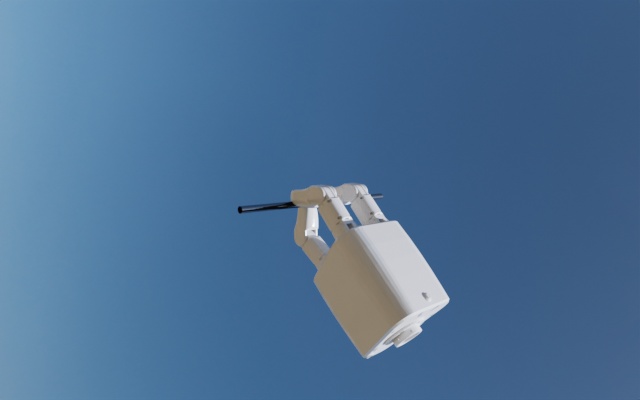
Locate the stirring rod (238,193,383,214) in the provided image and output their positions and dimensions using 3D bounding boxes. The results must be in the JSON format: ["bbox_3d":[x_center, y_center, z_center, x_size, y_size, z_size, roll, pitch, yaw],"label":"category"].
[{"bbox_3d":[0.000,0.002,0.584,0.011,0.011,0.239,0,4,45],"label":"stirring rod"}]
